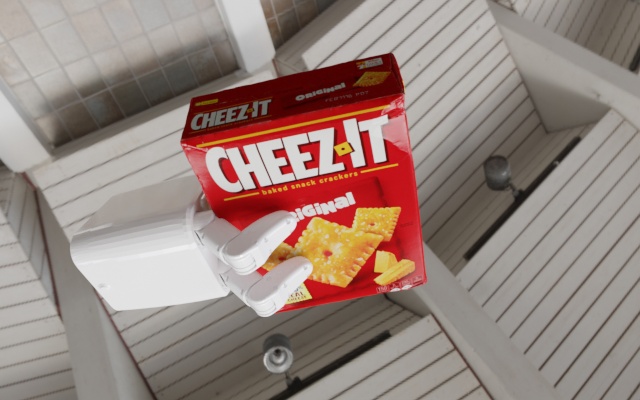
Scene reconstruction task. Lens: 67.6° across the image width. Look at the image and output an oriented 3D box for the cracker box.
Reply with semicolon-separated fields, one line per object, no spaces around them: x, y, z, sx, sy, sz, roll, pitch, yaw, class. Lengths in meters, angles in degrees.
0.000;0.001;0.414;0.164;0.214;0.072;-11;41;6;cracker box
